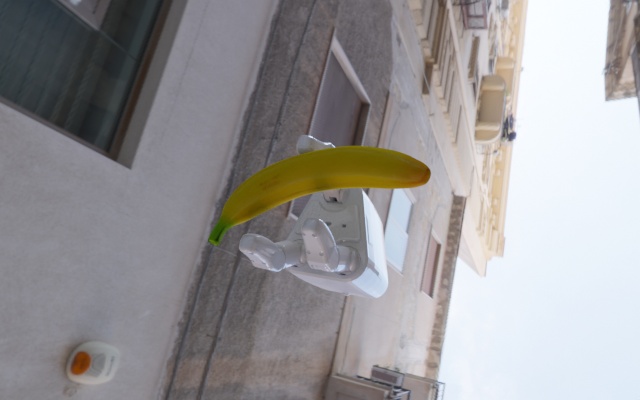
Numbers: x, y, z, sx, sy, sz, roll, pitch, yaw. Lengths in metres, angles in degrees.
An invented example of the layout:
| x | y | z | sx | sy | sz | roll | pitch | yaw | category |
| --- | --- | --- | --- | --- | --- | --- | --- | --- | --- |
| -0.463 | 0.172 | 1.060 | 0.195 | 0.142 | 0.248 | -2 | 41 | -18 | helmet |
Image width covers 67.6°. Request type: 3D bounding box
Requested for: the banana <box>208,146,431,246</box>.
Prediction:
| x | y | z | sx | sy | sz | roll | pitch | yaw | category |
| --- | --- | --- | --- | --- | --- | --- | --- | --- | --- |
| -0.006 | -0.013 | 0.418 | 0.198 | 0.069 | 0.037 | -18 | -32 | 14 | banana |
